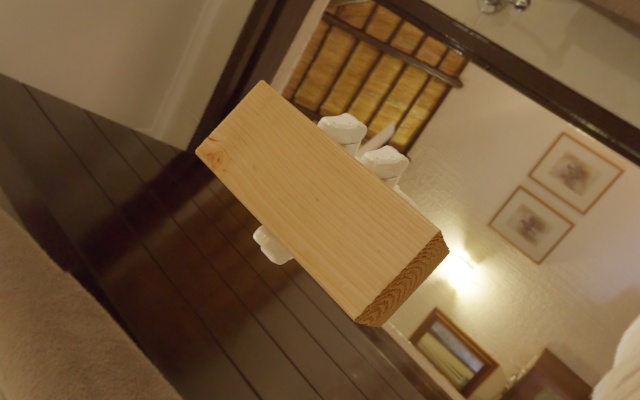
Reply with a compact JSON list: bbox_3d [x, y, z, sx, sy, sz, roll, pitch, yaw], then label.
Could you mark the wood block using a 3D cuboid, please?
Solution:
[{"bbox_3d":[0.000,0.002,0.414,0.206,0.091,0.090,43,1,26],"label":"wood block"}]
